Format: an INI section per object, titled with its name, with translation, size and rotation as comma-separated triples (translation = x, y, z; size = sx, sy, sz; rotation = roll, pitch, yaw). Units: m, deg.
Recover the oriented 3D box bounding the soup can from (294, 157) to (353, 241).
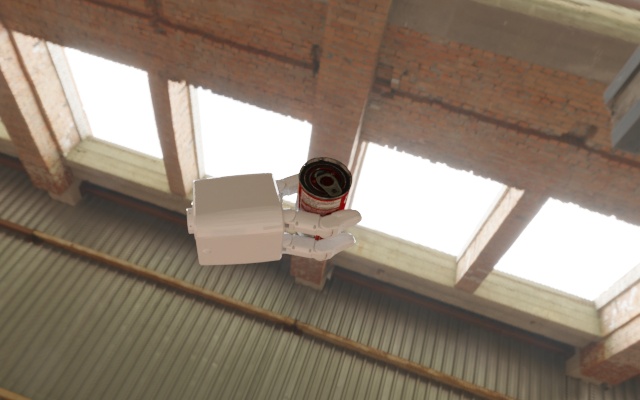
[soup can]
translation = 0.001, 0.002, 0.629
size = 0.068, 0.068, 0.102
rotation = 0, -38, -9
